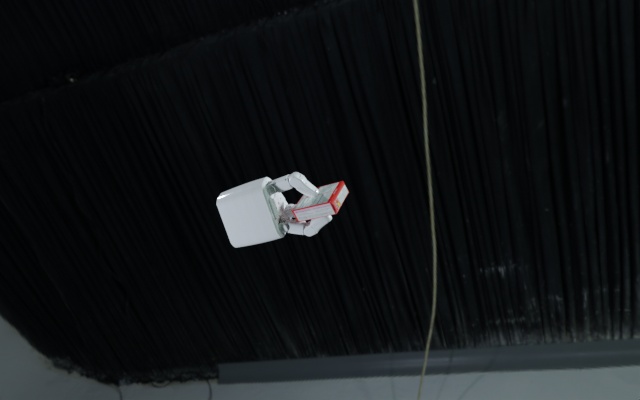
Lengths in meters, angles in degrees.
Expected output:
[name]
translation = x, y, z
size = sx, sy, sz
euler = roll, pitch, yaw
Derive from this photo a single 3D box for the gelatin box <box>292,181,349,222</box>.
[gelatin box]
translation = 0.000, 0.002, 0.889
size = 0.089, 0.030, 0.073
euler = -14, 26, 32
